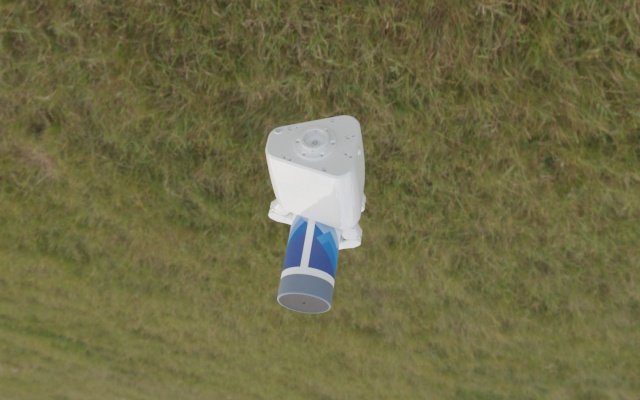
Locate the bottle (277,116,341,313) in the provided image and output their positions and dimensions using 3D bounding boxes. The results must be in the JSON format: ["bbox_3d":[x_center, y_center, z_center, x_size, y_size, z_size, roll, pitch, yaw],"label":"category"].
[{"bbox_3d":[0.000,0.002,0.656,0.069,0.295,0.069,7,-32,4],"label":"bottle"}]
